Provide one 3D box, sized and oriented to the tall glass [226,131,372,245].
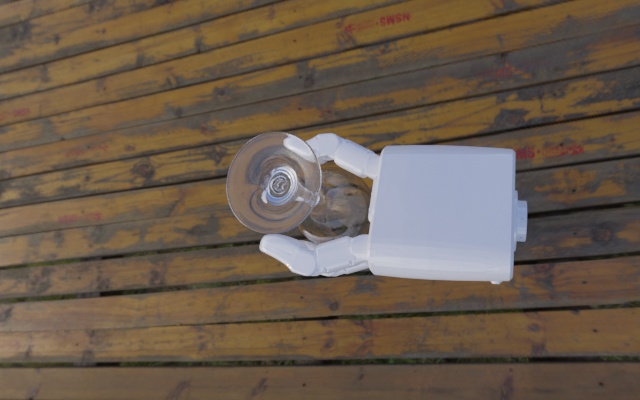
[{"bbox_3d":[0.000,0.001,0.429,0.079,0.079,0.201,0,-8,20],"label":"tall glass"}]
